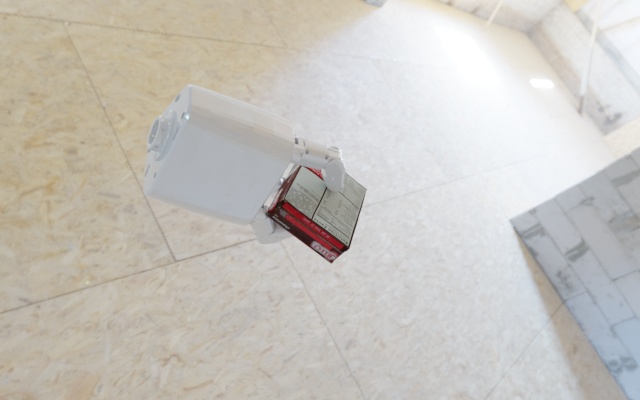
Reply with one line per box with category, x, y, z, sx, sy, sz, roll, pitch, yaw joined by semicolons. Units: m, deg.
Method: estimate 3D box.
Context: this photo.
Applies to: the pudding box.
pudding box;0.000;0.002;0.534;0.039;0.090;0.113;-42;16;39
